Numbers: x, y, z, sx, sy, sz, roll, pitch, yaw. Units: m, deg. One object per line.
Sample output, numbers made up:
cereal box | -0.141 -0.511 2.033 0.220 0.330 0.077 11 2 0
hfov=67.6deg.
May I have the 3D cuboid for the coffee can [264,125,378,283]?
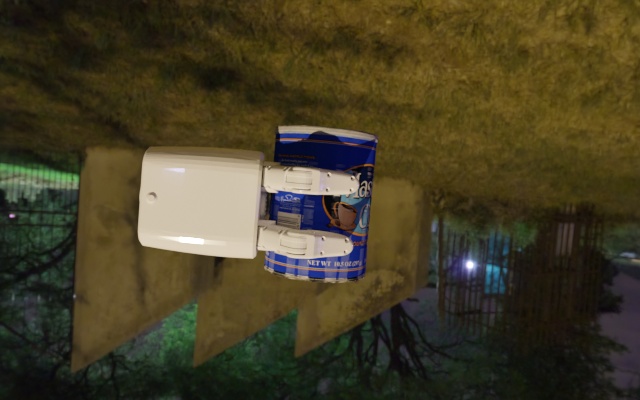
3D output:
coffee can | 0.000 0.001 0.477 0.103 0.140 0.103 5 3 0
